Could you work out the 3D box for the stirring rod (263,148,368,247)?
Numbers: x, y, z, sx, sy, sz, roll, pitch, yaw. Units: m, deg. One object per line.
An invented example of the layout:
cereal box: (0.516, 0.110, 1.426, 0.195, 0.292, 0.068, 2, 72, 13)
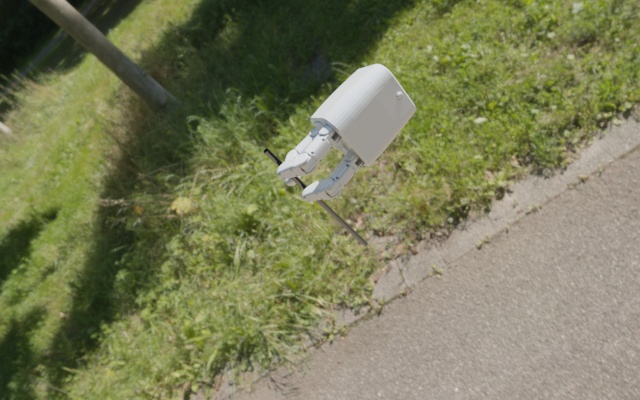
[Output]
stirring rod: (0.000, 0.002, 0.700, 0.011, 0.011, 0.240, 0, -35, 47)
